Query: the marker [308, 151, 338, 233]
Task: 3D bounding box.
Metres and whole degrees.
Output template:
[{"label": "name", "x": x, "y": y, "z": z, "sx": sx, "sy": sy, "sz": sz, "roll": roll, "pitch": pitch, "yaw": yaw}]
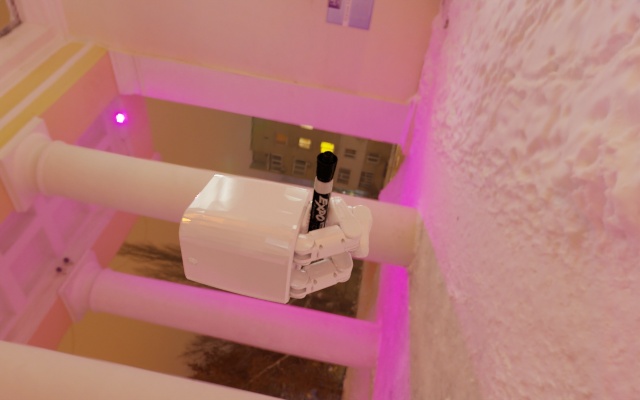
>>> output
[{"label": "marker", "x": 0.000, "y": 0.002, "z": 0.462, "sx": 0.020, "sy": 0.121, "sz": 0.020, "roll": 5, "pitch": 44, "yaw": -4}]
